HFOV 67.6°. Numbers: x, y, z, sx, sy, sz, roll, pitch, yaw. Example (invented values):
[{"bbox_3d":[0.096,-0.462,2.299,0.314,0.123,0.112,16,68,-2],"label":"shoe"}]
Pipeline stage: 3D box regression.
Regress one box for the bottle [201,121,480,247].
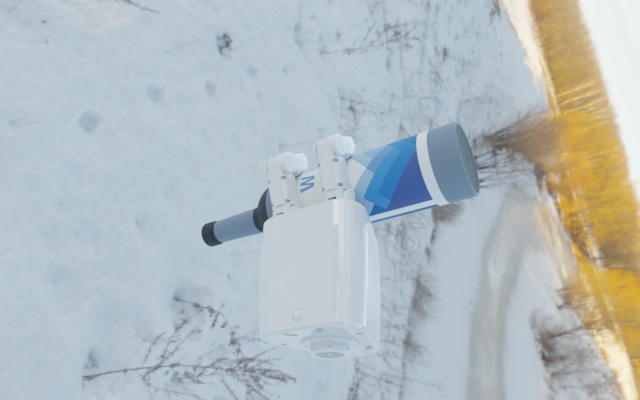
[{"bbox_3d":[0.000,0.001,0.474,0.296,0.069,0.069,-17,-8,27],"label":"bottle"}]
